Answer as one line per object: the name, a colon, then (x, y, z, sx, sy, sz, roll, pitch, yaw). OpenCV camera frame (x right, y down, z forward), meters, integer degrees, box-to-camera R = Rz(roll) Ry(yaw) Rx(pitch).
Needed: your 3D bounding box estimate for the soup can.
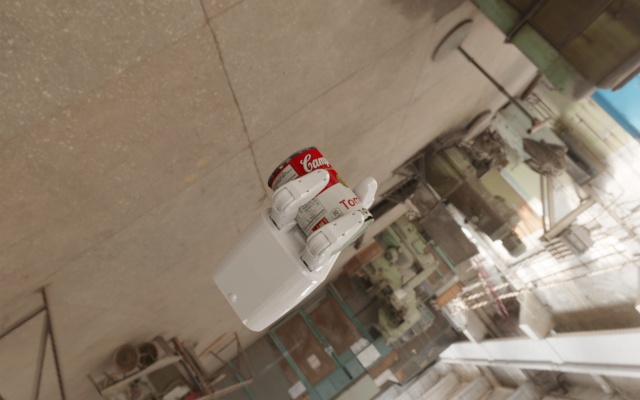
soup can: (0.001, 0.002, 0.510, 0.068, 0.102, 0.068, -36, -14, -11)
